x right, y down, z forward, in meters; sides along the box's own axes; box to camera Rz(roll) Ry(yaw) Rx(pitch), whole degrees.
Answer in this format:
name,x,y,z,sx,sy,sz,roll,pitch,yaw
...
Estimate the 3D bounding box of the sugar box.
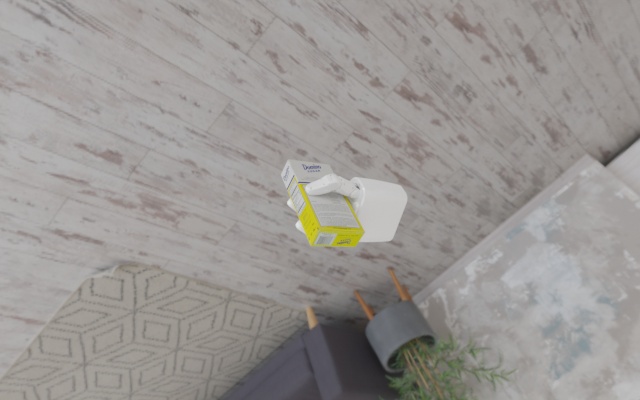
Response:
name,x,y,z,sx,sy,sz,roll,pitch,yaw
sugar box,0.000,0.003,0.841,0.093,0.048,0.176,6,39,-31
